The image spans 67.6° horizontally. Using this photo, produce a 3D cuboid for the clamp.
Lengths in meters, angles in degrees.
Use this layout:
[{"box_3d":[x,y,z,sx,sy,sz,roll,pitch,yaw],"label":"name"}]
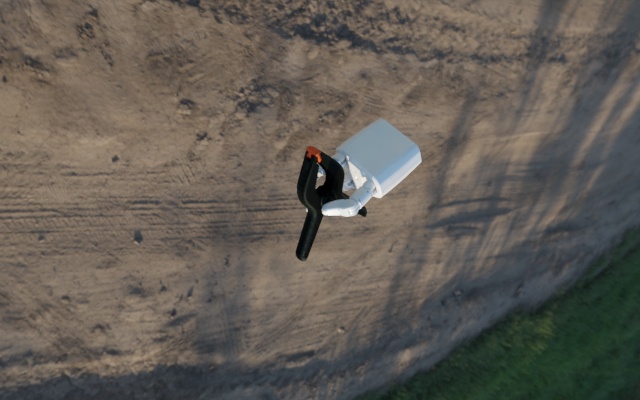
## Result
[{"box_3d":[0.001,0.003,0.823,0.164,0.210,0.036,-40,47,-18],"label":"clamp"}]
